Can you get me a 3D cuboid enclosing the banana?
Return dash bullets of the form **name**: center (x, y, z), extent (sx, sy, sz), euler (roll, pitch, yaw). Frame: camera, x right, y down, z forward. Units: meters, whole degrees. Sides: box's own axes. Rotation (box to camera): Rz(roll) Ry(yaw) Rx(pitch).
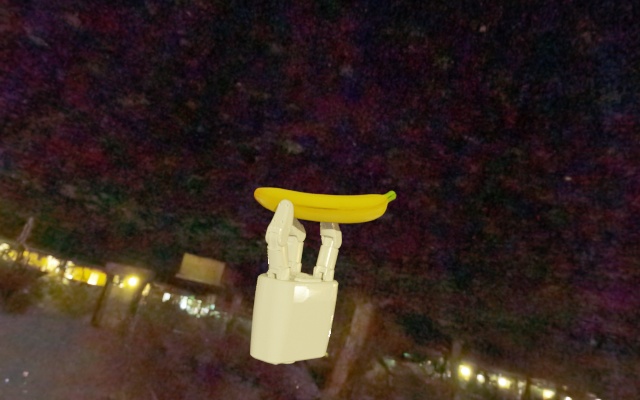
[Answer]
- **banana**: center (0.001, 0.006, 0.640), extent (0.198, 0.037, 0.069), euler (3, 13, 6)
